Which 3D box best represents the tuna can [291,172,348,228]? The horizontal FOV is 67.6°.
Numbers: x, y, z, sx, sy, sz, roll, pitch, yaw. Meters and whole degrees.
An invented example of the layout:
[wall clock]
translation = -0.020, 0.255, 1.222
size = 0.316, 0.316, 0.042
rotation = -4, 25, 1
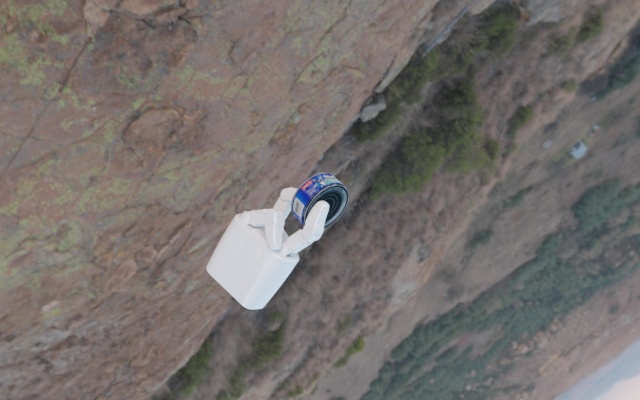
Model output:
[tuna can]
translation = 0.000, 0.003, 0.715
size = 0.086, 0.086, 0.033
rotation = 0, 34, -45
